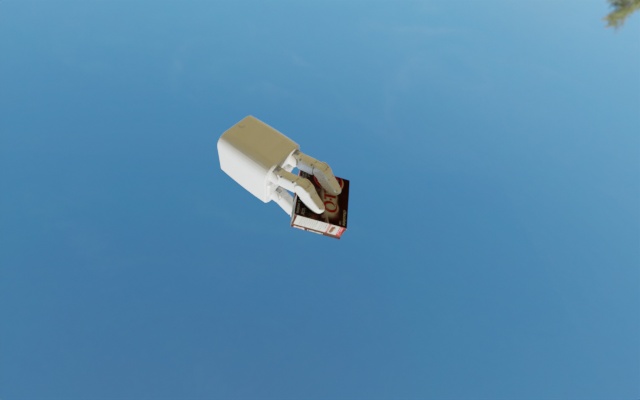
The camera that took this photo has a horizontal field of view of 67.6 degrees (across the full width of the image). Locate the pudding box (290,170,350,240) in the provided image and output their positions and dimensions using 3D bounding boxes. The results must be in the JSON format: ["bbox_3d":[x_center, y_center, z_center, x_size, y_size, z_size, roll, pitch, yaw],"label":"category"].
[{"bbox_3d":[0.000,0.003,0.801,0.090,0.113,0.039,15,-41,-10],"label":"pudding box"}]
